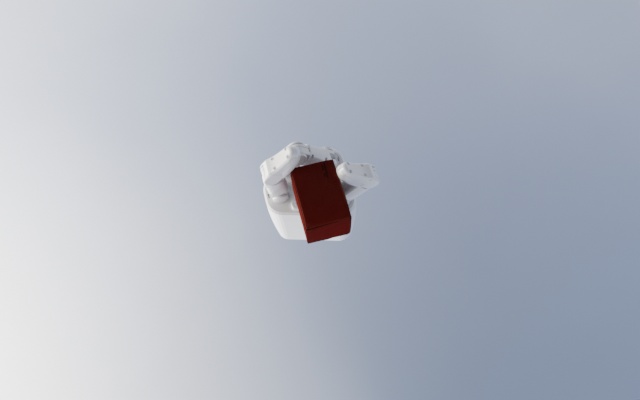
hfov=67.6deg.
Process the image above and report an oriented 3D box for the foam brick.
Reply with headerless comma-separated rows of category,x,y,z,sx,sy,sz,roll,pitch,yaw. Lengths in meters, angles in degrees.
foam brick,0.000,0.002,0.545,0.053,0.078,0.051,-13,-25,-5
